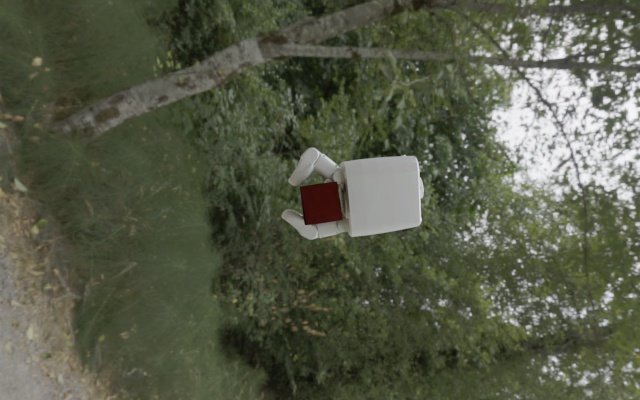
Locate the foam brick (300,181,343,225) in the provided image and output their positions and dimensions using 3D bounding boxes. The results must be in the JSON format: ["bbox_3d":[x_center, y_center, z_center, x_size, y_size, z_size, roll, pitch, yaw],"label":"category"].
[{"bbox_3d":[0.000,0.002,0.660,0.051,0.053,0.078,-8,3,-1],"label":"foam brick"}]
